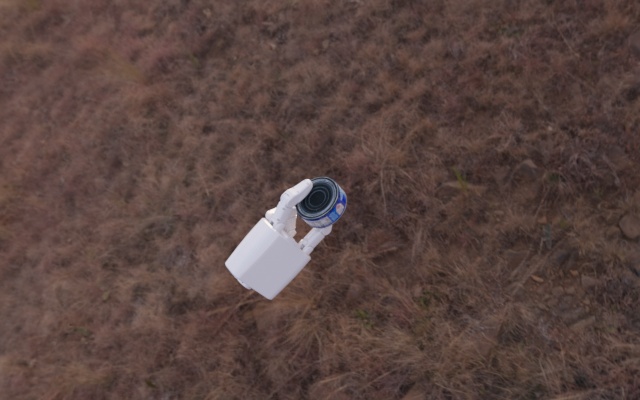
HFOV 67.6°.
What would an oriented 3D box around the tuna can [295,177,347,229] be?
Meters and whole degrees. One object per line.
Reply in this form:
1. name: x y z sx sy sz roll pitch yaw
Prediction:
1. tuna can: 0.000 0.002 0.820 0.086 0.086 0.034 0 -29 31
